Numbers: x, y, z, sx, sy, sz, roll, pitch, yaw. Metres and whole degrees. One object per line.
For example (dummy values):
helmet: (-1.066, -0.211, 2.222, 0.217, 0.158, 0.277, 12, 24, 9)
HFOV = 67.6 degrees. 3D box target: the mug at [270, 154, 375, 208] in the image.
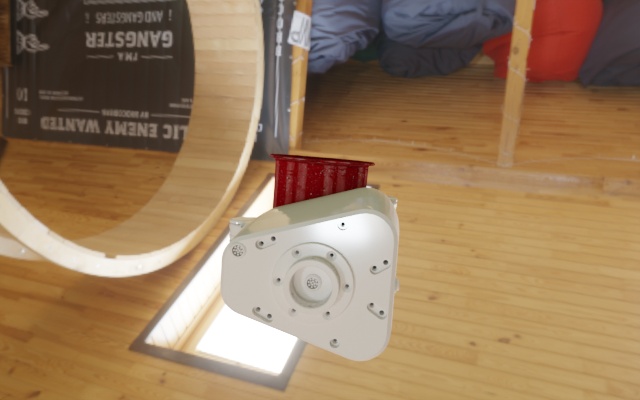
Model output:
mug: (0.000, 0.001, 0.441, 0.093, 0.081, 0.117, 6, 6, 7)
